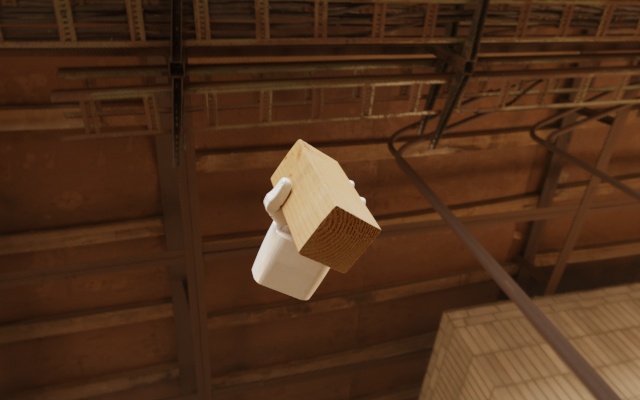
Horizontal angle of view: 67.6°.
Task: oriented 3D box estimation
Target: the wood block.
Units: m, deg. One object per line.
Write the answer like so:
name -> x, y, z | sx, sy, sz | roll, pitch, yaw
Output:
wood block -> 0.000, 0.003, 0.740 | 0.091, 0.090, 0.206 | 27, 20, -31
